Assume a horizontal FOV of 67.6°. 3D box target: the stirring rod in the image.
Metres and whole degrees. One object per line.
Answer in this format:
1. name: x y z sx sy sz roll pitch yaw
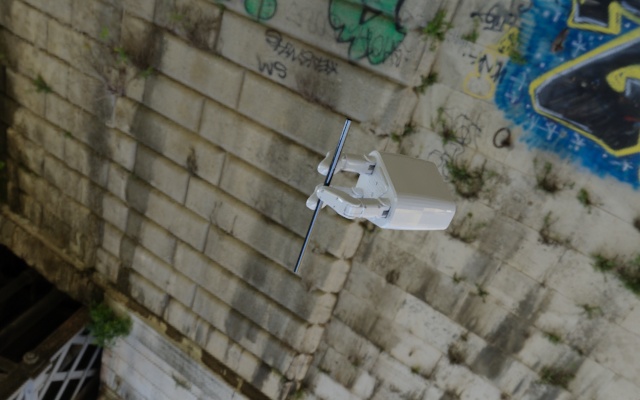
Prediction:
1. stirring rod: 0.000 0.002 0.639 0.011 0.240 0.011 15 28 -8
